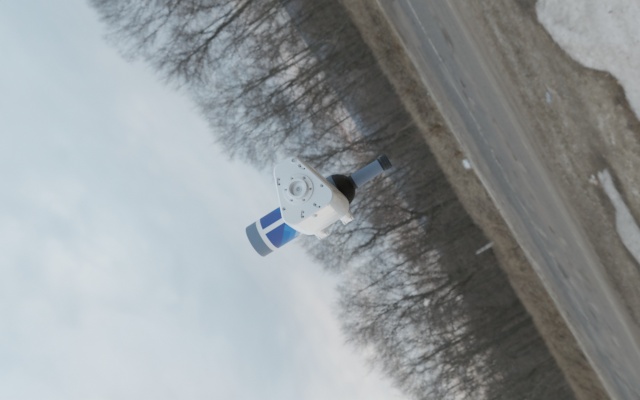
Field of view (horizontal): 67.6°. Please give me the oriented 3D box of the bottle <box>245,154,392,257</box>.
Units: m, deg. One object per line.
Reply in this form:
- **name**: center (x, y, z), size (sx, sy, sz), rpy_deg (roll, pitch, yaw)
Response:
- **bottle**: center (0.000, 0.003, 0.892), size (0.296, 0.069, 0.069), rpy_deg (-31, -5, 8)
